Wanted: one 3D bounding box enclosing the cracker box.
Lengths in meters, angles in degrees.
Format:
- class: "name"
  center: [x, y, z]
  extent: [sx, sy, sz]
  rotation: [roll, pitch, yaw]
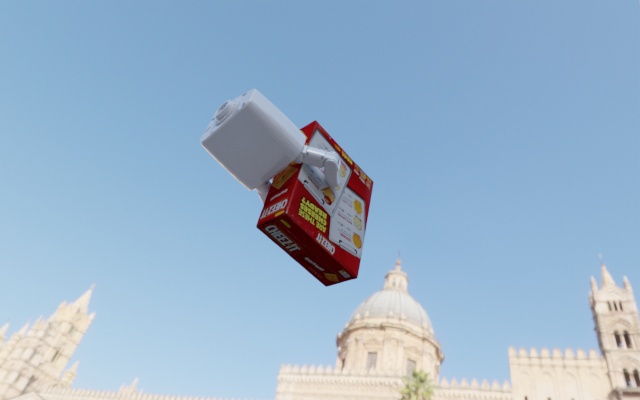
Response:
- class: "cracker box"
  center: [0.000, 0.002, 0.760]
  extent: [0.072, 0.213, 0.164]
  rotation: [-24, -55, 35]
